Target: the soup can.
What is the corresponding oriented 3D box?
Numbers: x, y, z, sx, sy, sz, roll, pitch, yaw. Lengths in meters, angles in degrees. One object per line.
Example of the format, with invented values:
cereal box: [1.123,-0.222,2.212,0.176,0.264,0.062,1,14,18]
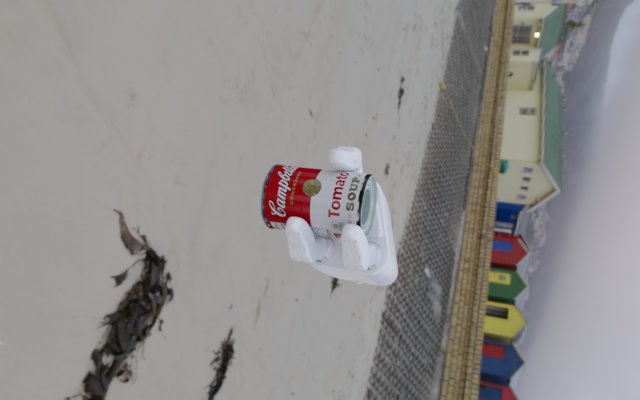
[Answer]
soup can: [0.000,0.001,0.481,0.102,0.068,0.068,7,2,18]
